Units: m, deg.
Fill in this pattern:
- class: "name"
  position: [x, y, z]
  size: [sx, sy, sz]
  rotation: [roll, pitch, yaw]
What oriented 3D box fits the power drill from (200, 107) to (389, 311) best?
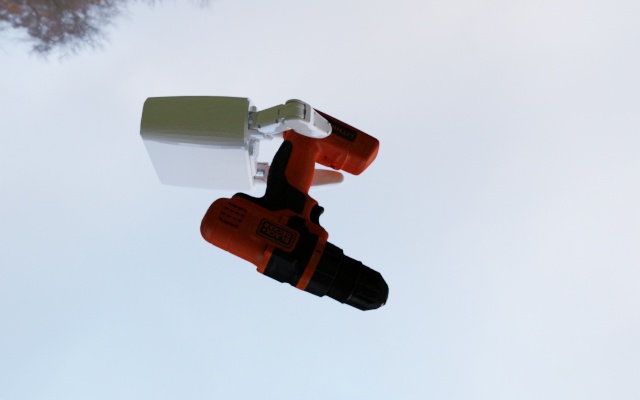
- class: "power drill"
  position: [0.000, 0.001, 0.478]
  size: [0.184, 0.187, 0.057]
  rotation: [26, -37, -4]
